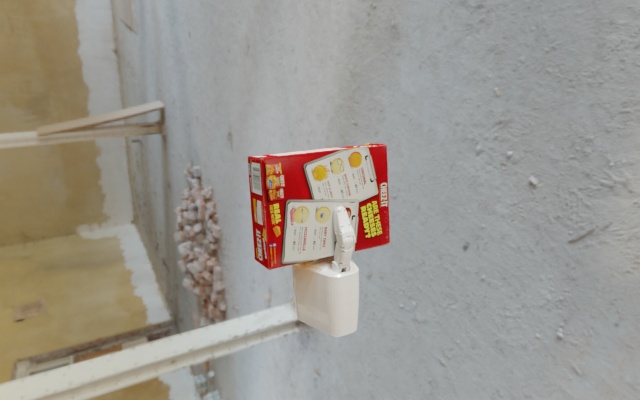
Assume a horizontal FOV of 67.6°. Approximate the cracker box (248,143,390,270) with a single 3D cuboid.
[{"bbox_3d":[0.000,0.002,0.740,0.213,0.164,0.072,-9,13,-27],"label":"cracker box"}]
